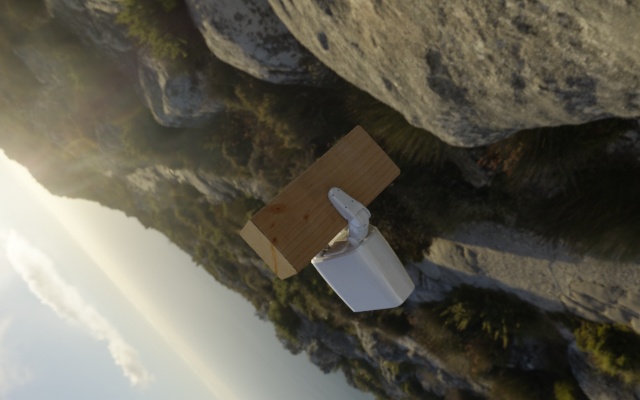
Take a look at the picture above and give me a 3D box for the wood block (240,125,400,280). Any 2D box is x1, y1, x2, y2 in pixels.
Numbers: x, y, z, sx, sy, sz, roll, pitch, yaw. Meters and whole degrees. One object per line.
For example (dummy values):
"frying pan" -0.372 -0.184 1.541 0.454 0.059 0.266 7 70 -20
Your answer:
"wood block" 0.000 0.002 0.656 0.206 0.090 0.091 -43 1 -23
